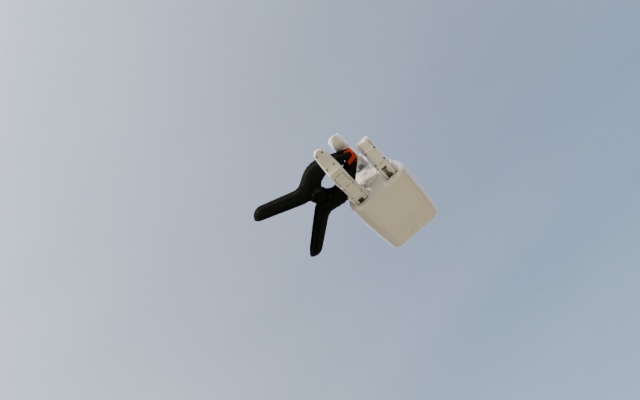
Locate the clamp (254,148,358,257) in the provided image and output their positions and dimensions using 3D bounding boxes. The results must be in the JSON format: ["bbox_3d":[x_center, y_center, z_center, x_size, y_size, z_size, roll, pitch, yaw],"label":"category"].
[{"bbox_3d":[0.000,0.002,0.701,0.120,0.171,0.039,44,9,-30],"label":"clamp"}]
